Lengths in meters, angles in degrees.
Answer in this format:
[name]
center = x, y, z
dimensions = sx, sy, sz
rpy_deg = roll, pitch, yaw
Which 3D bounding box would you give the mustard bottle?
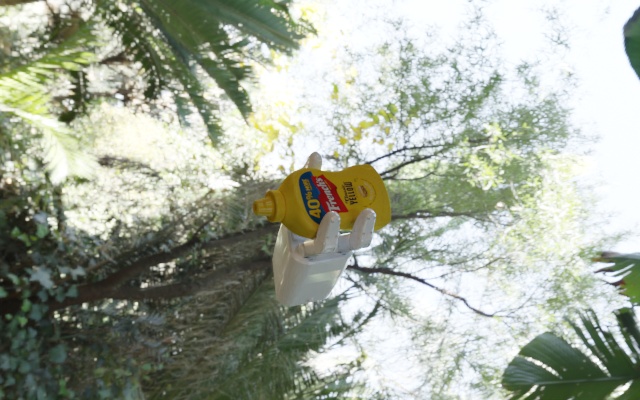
[mustard bottle]
center = 0.000, 0.002, 0.644
dimensions = 0.191, 0.096, 0.058
rpy_deg = -5, -20, -30
